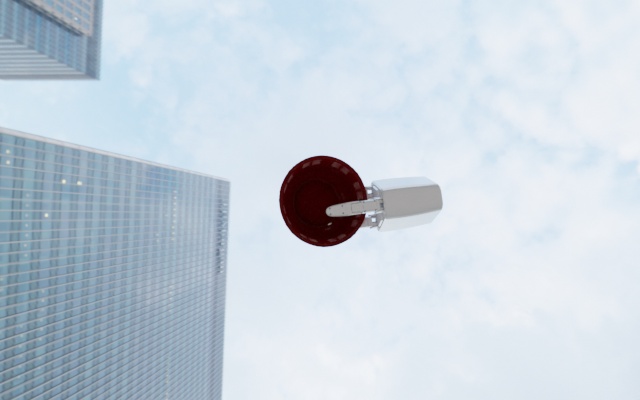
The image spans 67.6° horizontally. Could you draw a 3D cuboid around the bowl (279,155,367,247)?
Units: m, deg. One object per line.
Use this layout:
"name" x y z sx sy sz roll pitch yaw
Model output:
"bowl" -0.001 0.003 0.858 0.162 0.162 0.055 0 -5 -16
